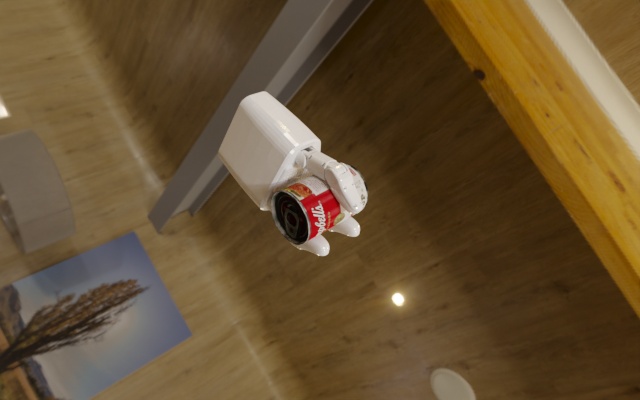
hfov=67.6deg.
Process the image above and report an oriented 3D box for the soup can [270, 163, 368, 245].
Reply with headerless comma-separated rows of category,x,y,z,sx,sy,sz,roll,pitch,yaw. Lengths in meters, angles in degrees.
soup can,0.001,0.002,0.575,0.102,0.068,0.068,-27,17,-36
